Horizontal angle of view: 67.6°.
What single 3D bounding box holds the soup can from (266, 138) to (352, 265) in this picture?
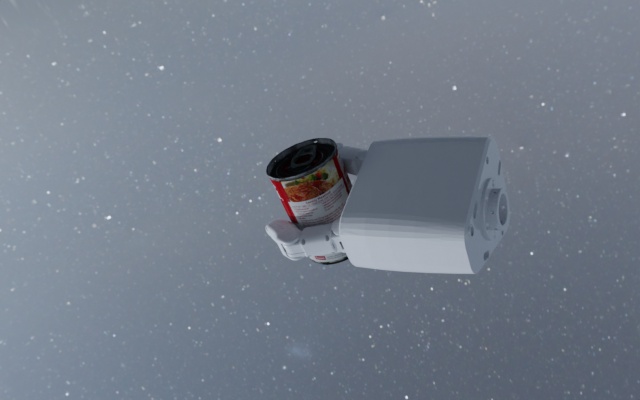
[{"bbox_3d":[0.000,0.002,0.452,0.068,0.102,0.068,-18,30,11],"label":"soup can"}]
